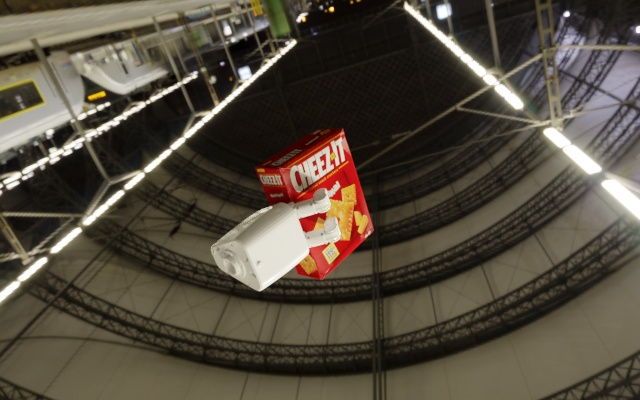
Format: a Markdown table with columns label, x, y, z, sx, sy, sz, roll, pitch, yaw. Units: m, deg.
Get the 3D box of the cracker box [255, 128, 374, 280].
| label | x | y | z | sx | sy | sz | roll | pitch | yaw |
| --- | --- | --- | --- | --- | --- | --- | --- | --- | --- |
| cracker box | 0.000 | 0.003 | 0.834 | 0.072 | 0.214 | 0.164 | 5 | 32 | 44 |
